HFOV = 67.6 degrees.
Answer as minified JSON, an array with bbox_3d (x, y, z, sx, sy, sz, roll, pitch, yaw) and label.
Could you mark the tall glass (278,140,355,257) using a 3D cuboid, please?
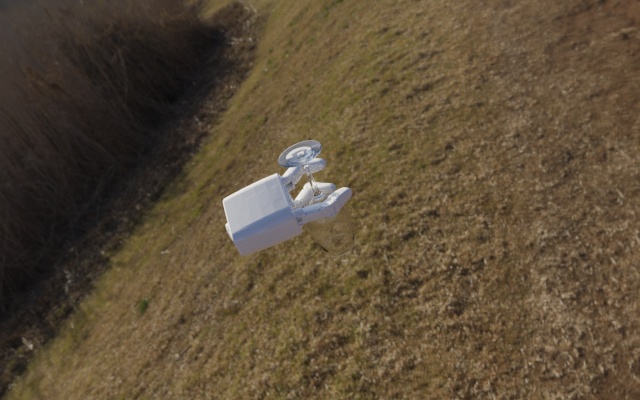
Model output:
[{"bbox_3d":[0.000,0.002,0.807,0.079,0.201,0.079,-17,33,11],"label":"tall glass"}]
